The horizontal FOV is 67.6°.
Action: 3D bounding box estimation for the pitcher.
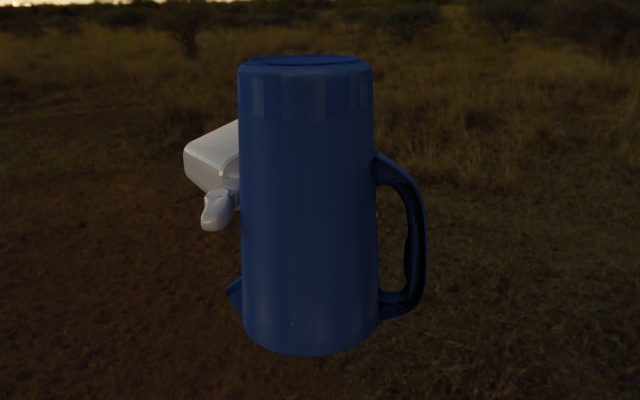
[{"bbox_3d":[0.000,0.001,0.419,0.149,0.243,0.145,-14,25,-31],"label":"pitcher"}]
